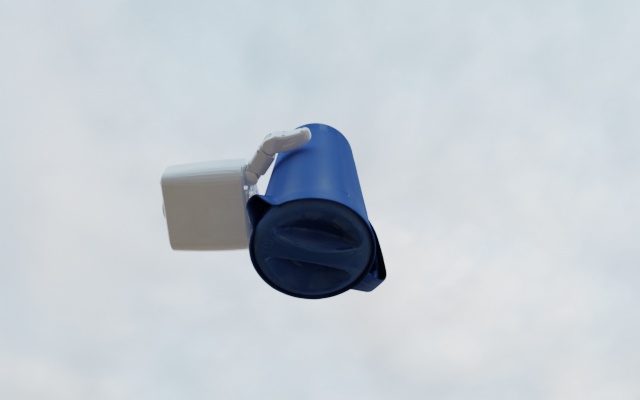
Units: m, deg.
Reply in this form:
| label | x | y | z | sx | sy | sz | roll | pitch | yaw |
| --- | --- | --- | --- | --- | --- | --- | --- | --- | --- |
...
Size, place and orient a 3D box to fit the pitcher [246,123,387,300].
| label | x | y | z | sx | sy | sz | roll | pitch | yaw |
| --- | --- | --- | --- | --- | --- | --- | --- | --- | --- |
| pitcher | 0.000 | 0.002 | 0.599 | 0.145 | 0.149 | 0.242 | -5 | 31 | 4 |
